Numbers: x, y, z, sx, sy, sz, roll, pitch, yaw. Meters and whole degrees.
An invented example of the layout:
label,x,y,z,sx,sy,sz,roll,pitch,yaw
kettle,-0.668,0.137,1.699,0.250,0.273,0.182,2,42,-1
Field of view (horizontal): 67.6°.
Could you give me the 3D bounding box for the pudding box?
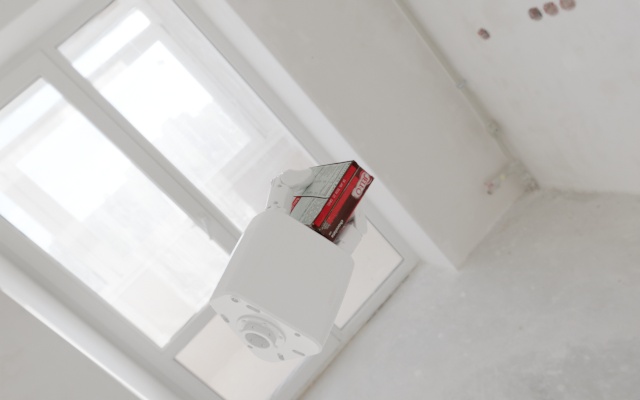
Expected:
label,x,y,z,sx,sy,sz,roll,pitch,yaw
pudding box,0.000,0.002,0.548,0.039,0.090,0.113,41,-18,-23
